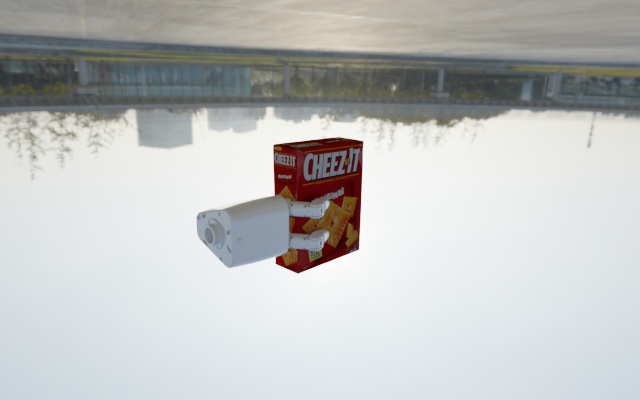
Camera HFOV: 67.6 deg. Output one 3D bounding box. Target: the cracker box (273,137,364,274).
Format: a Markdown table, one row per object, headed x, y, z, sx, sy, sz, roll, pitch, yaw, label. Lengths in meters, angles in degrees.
| x | y | z | sx | sy | sz | roll | pitch | yaw | label |
| --- | --- | --- | --- | --- | --- | --- | --- | --- | --- |
| 0.000 | 0.003 | 0.843 | 0.164 | 0.214 | 0.072 | -14 | 21 | -43 | cracker box |
